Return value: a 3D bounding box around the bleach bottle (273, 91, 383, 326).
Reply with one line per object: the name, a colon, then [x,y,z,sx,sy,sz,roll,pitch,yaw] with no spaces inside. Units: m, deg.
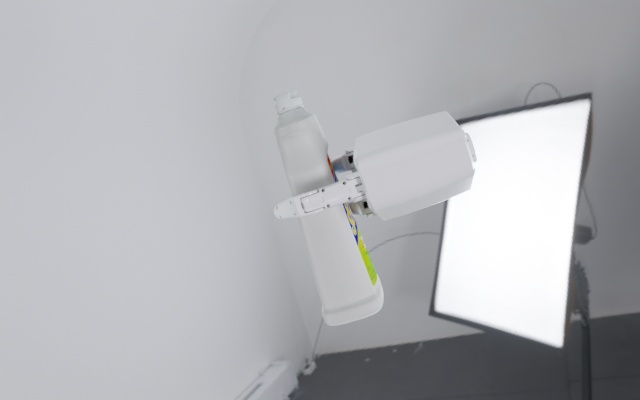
bleach bottle: [0.000,0.002,0.531,0.068,0.251,0.102,-18,3,9]
